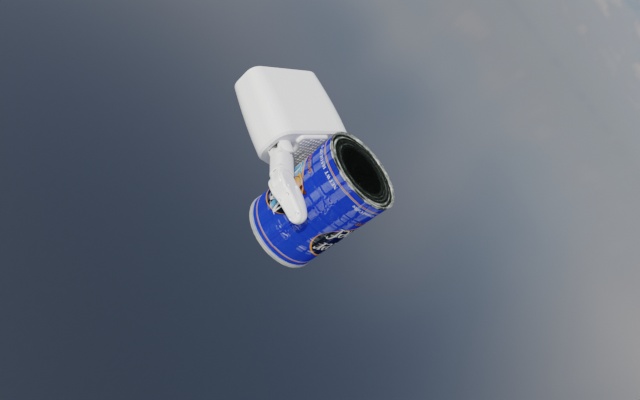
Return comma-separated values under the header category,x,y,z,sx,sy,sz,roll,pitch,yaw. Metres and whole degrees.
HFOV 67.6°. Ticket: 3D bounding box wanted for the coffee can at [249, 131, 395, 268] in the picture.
category,x,y,z,sx,sy,sz,roll,pitch,yaw
coffee can,0.000,0.002,0.559,0.140,0.102,0.103,-37,-20,30
